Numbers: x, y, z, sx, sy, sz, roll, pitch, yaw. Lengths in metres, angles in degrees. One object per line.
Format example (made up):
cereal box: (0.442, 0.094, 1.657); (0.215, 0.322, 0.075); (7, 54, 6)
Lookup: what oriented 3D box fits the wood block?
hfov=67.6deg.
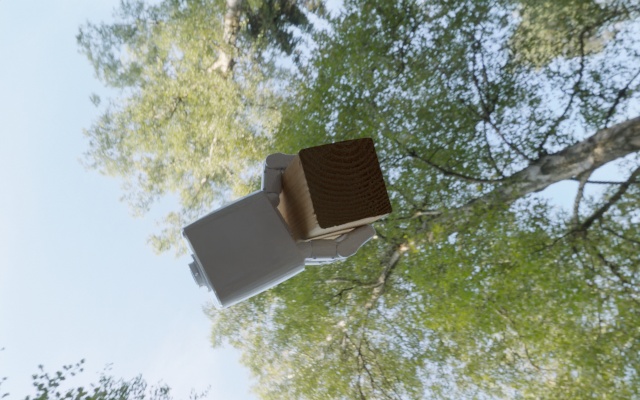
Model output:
wood block: (0.000, 0.002, 0.606); (0.090, 0.091, 0.206); (-12, -9, -19)
